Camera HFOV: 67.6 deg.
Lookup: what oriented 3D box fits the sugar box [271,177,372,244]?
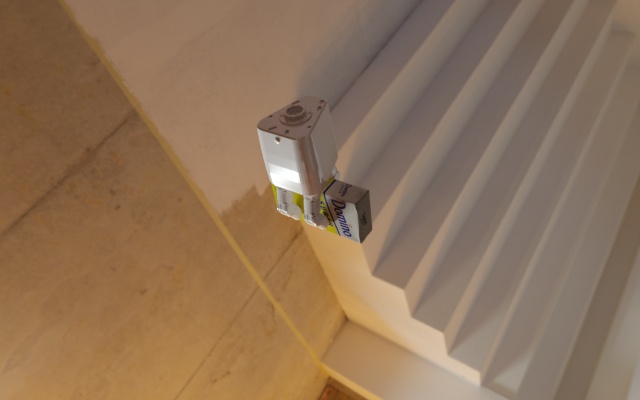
[{"bbox_3d":[0.000,0.003,0.808,0.176,0.093,0.048,21,51,31],"label":"sugar box"}]
